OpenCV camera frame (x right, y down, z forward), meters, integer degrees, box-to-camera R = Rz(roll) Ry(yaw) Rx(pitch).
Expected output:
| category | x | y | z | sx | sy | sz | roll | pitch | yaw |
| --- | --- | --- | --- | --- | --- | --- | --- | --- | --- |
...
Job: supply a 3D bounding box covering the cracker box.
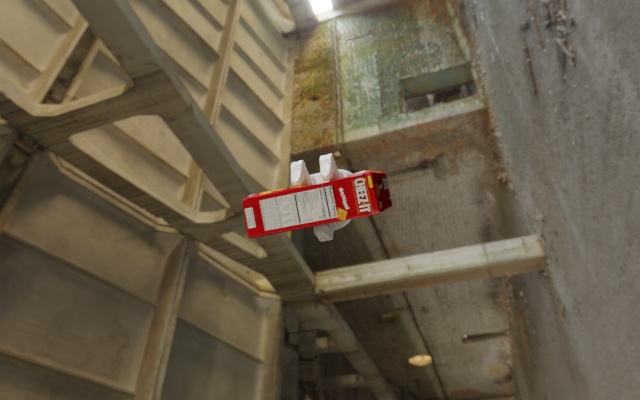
| category | x | y | z | sx | sy | sz | roll | pitch | yaw |
| --- | --- | --- | --- | --- | --- | --- | --- | --- | --- |
| cracker box | 0.000 | 0.003 | 0.793 | 0.214 | 0.072 | 0.164 | -12 | 0 | 15 |
